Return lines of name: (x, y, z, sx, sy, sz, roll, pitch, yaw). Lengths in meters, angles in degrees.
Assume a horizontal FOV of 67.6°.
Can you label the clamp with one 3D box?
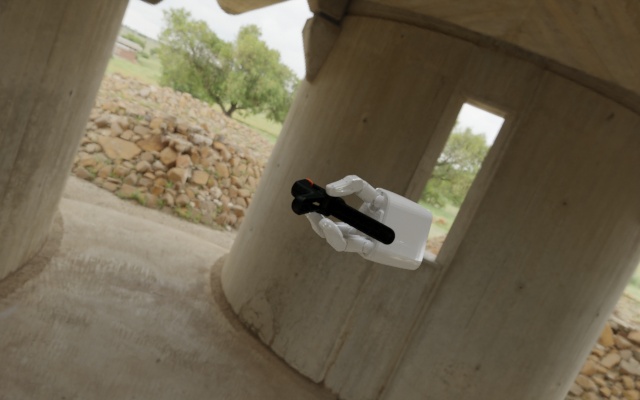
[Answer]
clamp: (0.000, 0.002, 0.735, 0.164, 0.036, 0.210, 20, 9, -31)
